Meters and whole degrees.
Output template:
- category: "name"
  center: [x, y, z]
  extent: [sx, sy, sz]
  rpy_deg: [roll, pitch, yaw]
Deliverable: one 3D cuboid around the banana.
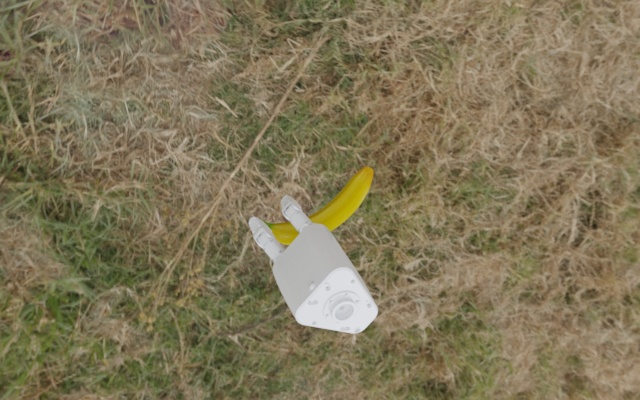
- category: "banana"
  center: [0.004, 0.019, 0.738]
  extent: [0.198, 0.070, 0.037]
  rpy_deg: [-27, 30, -5]
